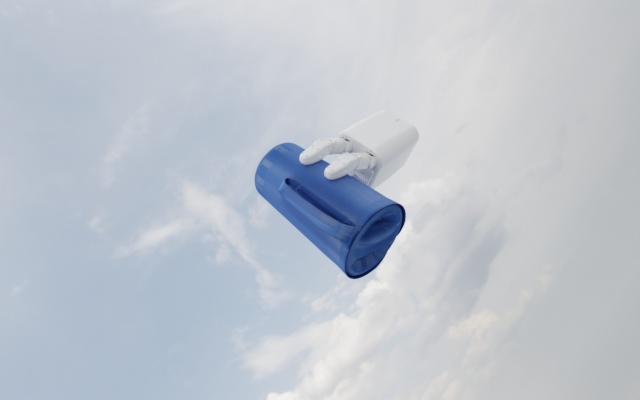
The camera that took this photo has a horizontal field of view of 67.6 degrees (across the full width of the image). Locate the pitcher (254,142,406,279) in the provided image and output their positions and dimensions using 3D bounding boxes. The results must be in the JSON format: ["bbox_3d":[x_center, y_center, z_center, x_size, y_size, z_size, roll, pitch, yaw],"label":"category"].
[{"bbox_3d":[0.000,0.002,0.757,0.145,0.149,0.242,-35,53,-27],"label":"pitcher"}]
